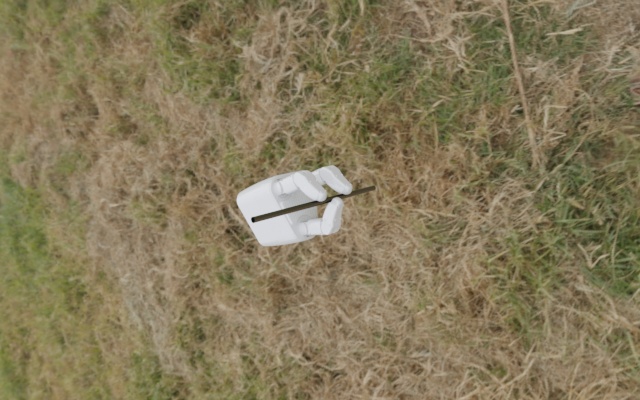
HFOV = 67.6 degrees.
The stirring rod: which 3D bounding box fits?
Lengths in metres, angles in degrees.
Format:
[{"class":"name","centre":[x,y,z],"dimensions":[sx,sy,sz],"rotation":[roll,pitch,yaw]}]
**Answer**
[{"class":"stirring rod","centre":[0.000,0.002,0.684],"dimensions":[0.239,0.011,0.011],"rotation":[-15,10,-43]}]
